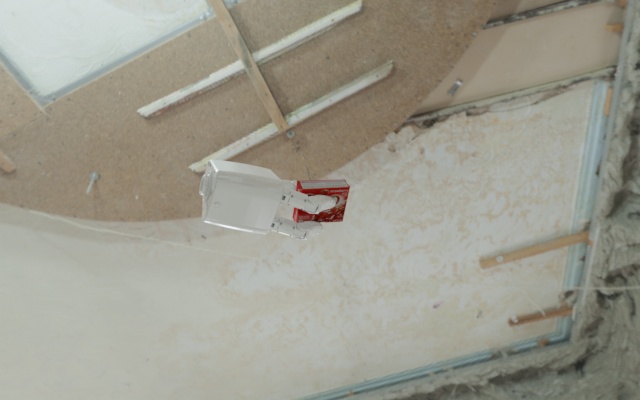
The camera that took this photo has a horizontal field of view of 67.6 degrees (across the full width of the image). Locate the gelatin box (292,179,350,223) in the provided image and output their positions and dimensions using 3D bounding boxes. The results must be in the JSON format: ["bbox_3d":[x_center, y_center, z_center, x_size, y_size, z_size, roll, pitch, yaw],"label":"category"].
[{"bbox_3d":[0.000,0.002,0.816,0.089,0.073,0.030,-3,35,-19],"label":"gelatin box"}]
